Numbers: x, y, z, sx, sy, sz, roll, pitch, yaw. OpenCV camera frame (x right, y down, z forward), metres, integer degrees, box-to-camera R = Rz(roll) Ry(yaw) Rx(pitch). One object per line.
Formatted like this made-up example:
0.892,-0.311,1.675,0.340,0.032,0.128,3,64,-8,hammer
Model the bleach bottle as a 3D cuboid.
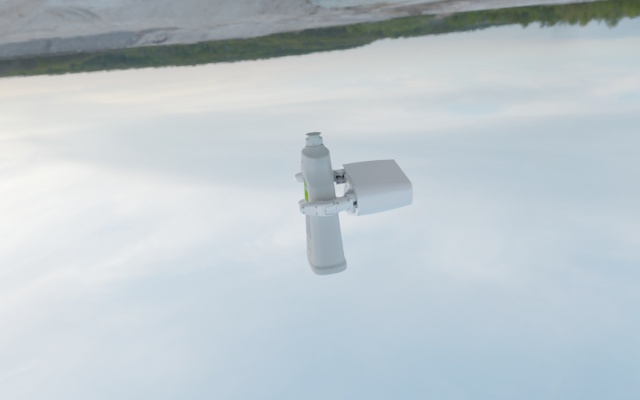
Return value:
0.000,0.003,0.872,0.068,0.251,0.102,-9,20,-11,bleach bottle
